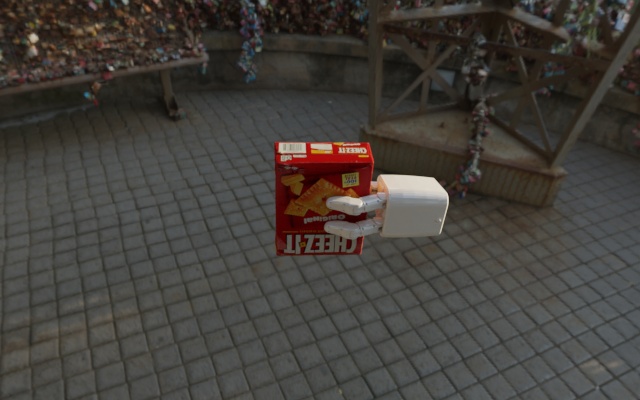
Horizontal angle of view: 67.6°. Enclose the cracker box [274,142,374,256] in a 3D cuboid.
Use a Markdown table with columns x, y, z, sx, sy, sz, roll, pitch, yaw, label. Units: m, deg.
| x | y | z | sx | sy | sz | roll | pitch | yaw | label |
| --- | --- | --- | --- | --- | --- | --- | --- | --- | --- |
| 0.000 | 0.003 | 0.852 | 0.164 | 0.214 | 0.072 | 0 | 38 | -4 | cracker box |
